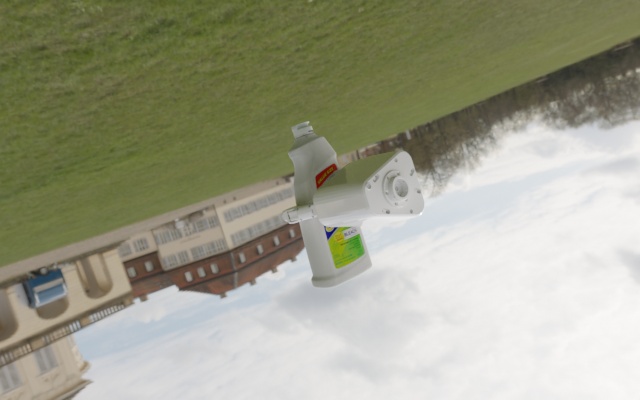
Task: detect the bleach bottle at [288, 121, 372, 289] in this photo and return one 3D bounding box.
[{"bbox_3d":[0.000,0.002,0.748,0.102,0.251,0.068,-21,5,-36],"label":"bleach bottle"}]
